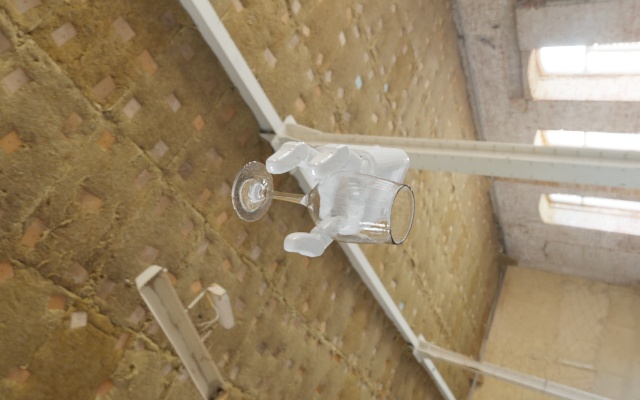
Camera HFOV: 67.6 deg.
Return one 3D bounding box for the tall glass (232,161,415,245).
[{"bbox_3d":[-0.001,0.002,0.533,0.201,0.079,0.079,9,5,33],"label":"tall glass"}]
